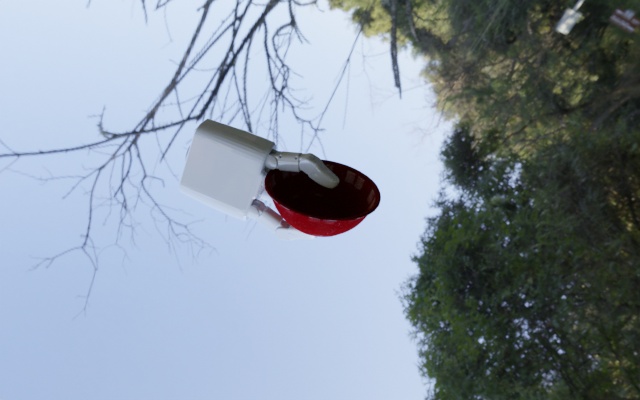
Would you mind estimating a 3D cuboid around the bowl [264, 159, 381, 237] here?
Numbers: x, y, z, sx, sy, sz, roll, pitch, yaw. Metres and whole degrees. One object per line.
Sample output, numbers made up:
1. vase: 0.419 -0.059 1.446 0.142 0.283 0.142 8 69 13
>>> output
1. bowl: 0.001 0.003 0.667 0.162 0.055 0.162 7 32 -4
